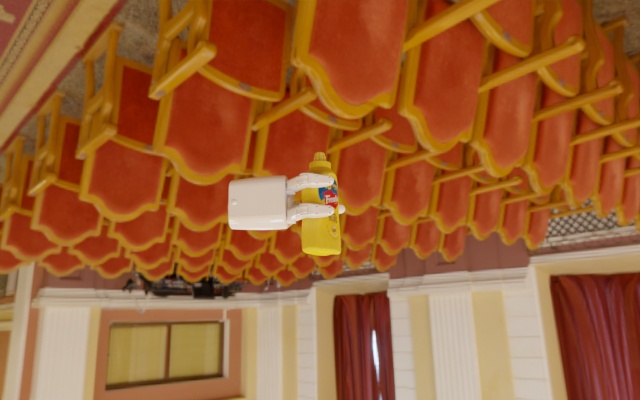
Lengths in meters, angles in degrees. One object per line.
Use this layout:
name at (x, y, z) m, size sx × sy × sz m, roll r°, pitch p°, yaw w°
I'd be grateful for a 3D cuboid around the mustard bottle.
mustard bottle at (0.000, 0.003, 0.887) m, size 0.058 × 0.191 × 0.096 m, roll -10°, pitch -16°, yaw 29°
